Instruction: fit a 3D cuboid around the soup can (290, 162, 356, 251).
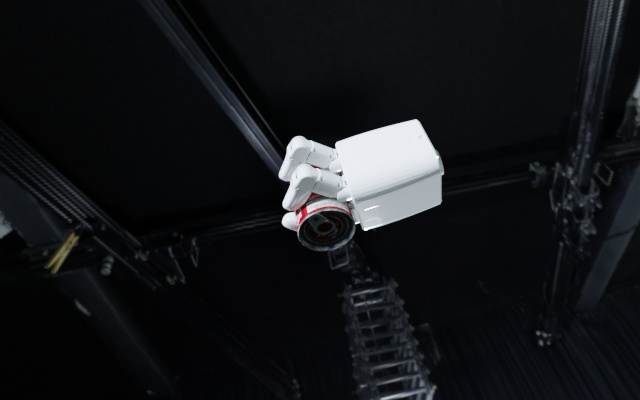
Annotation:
[{"bbox_3d":[0.000,0.002,0.588,0.068,0.069,0.102,0,42,-11],"label":"soup can"}]
